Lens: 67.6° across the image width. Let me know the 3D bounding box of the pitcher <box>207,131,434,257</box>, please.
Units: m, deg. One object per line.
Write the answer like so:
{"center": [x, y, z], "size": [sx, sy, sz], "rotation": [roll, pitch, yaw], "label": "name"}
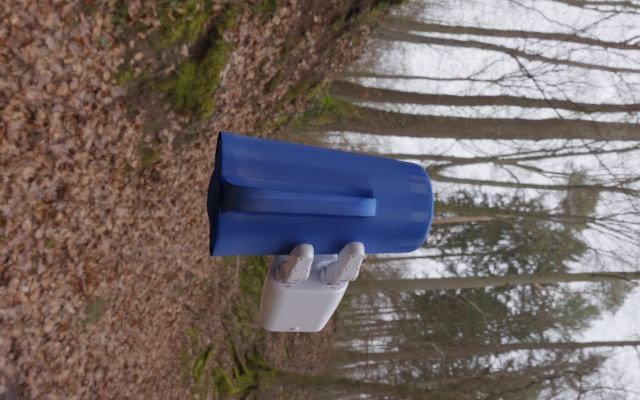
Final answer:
{"center": [0.000, 0.002, 0.527], "size": [0.243, 0.149, 0.145], "rotation": [4, -45, -15], "label": "pitcher"}
